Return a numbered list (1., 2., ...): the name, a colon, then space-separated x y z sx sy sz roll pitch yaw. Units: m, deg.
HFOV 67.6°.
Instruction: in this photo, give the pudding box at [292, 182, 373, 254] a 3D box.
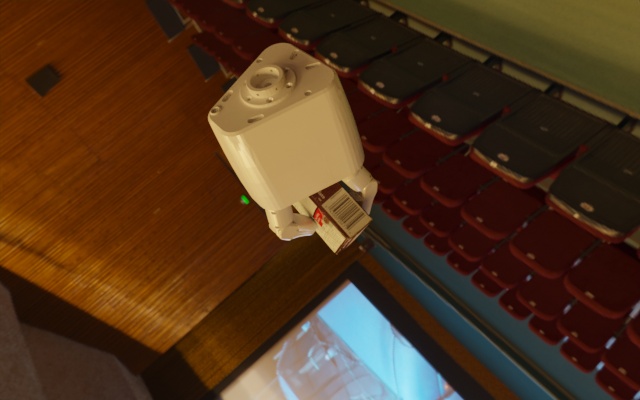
1. pudding box: 0.000 0.002 0.536 0.039 0.113 0.090 -39 -9 -14
